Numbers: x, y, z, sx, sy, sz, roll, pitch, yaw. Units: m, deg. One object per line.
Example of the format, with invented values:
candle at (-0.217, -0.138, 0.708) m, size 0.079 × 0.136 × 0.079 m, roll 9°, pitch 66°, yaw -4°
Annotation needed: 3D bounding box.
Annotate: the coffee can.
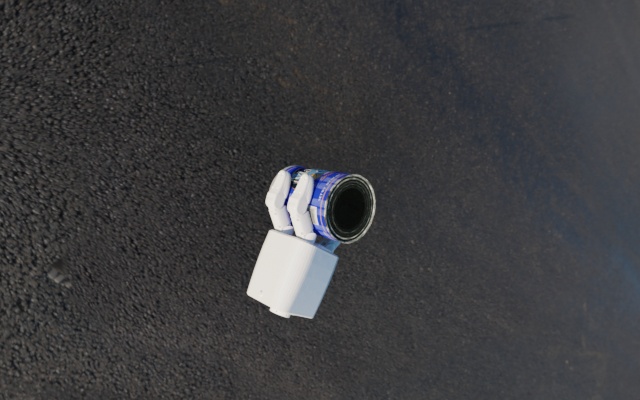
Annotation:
coffee can at (0.000, 0.002, 0.744) m, size 0.103 × 0.103 × 0.140 m, roll 0°, pitch 8°, yaw -41°
